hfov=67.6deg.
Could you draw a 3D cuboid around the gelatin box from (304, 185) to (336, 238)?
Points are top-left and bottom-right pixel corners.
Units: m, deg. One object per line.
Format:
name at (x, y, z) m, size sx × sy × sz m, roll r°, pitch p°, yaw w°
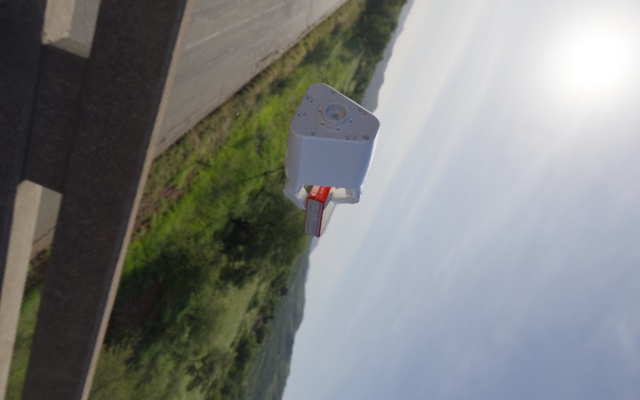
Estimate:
gelatin box at (0.001, 0.003, 0.753) m, size 0.030 × 0.073 × 0.089 m, roll 17°, pitch -42°, yaw 10°
